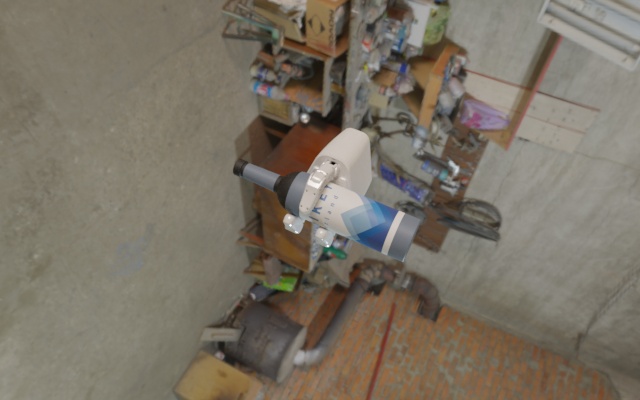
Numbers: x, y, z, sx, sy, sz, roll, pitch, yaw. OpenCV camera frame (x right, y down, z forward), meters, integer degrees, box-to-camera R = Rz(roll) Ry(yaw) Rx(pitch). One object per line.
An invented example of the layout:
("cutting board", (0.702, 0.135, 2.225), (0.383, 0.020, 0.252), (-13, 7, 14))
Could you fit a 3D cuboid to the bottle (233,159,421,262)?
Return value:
("bottle", (0.000, 0.002, 0.721), (0.295, 0.069, 0.069), (23, 6, 13))
